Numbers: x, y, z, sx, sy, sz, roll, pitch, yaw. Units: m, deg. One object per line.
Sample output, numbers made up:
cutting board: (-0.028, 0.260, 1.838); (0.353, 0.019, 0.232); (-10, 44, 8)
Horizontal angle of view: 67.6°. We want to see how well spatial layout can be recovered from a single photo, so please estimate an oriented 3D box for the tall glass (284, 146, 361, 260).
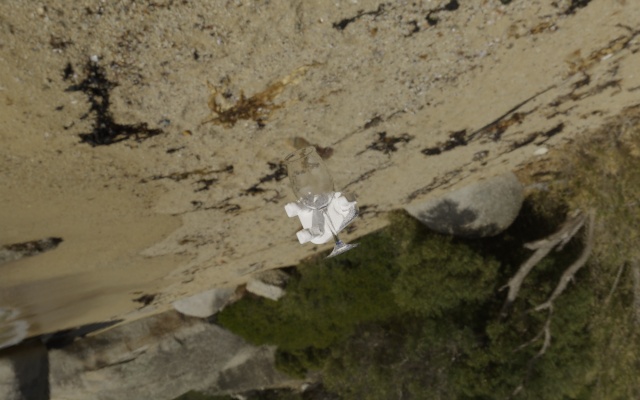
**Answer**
tall glass: (0.000, 0.003, 0.877); (0.079, 0.201, 0.079); (-23, -7, -3)
